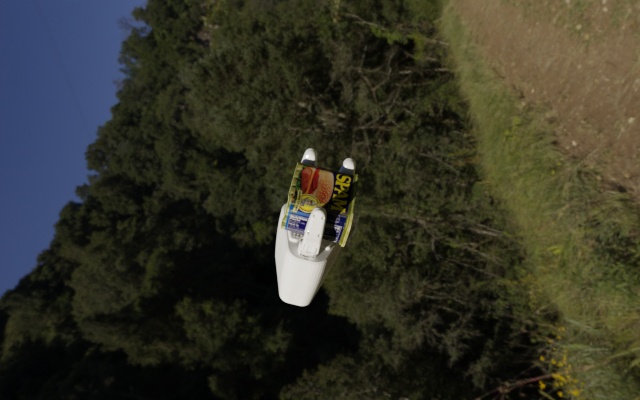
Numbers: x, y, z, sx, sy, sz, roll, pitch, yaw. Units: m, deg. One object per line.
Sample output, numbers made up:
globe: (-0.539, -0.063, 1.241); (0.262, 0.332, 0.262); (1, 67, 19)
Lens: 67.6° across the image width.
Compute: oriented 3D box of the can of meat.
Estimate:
can of meat: (0.000, 0.002, 0.622); (0.084, 0.102, 0.057); (14, -44, -1)
